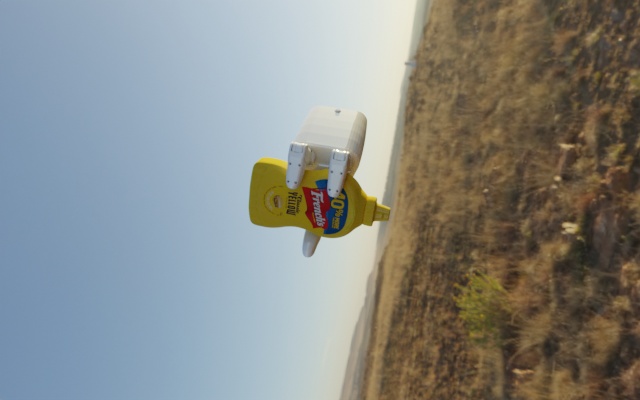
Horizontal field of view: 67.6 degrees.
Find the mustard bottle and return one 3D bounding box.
[{"bbox_3d":[0.000,0.002,0.657,0.191,0.096,0.058,10,20,8],"label":"mustard bottle"}]
